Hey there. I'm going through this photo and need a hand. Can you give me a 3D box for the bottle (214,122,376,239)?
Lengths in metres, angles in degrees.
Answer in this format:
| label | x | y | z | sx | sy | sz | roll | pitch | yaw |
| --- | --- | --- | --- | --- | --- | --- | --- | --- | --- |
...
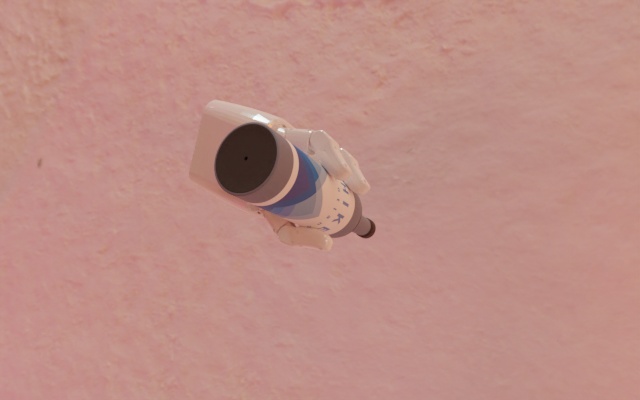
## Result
| label | x | y | z | sx | sy | sz | roll | pitch | yaw |
| --- | --- | --- | --- | --- | --- | --- | --- | --- | --- |
| bottle | 0.000 | 0.002 | 0.529 | 0.069 | 0.069 | 0.296 | 0 | -15 | 26 |
